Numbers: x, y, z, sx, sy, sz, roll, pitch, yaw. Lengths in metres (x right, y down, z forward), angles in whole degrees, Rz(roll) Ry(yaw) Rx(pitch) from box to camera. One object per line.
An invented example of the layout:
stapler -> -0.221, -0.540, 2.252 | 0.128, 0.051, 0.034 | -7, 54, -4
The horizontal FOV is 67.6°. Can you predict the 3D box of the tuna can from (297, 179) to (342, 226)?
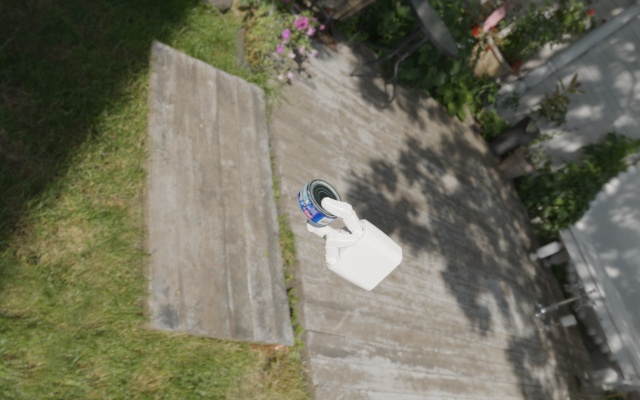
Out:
tuna can -> 0.000, 0.003, 0.891 | 0.086, 0.086, 0.034 | 0, -31, -46
